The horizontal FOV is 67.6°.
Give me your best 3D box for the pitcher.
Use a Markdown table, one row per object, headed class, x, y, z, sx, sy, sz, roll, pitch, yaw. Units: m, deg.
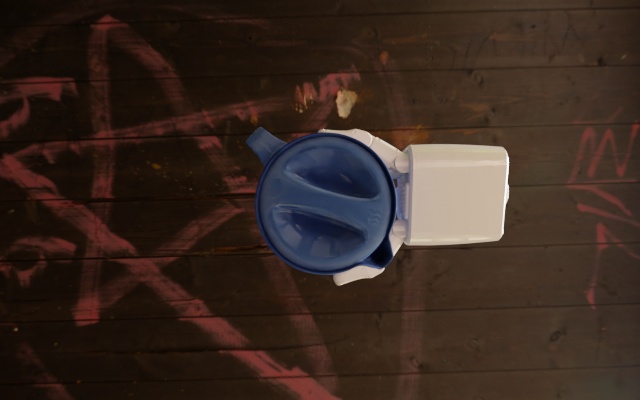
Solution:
| class | x | y | z | sx | sy | sz | roll | pitch | yaw |
| --- | --- | --- | --- | --- | --- | --- | --- | --- | --- |
| pitcher | 0.000 | 0.002 | 0.558 | 0.145 | 0.149 | 0.243 | -3 | -4 | 1 |
